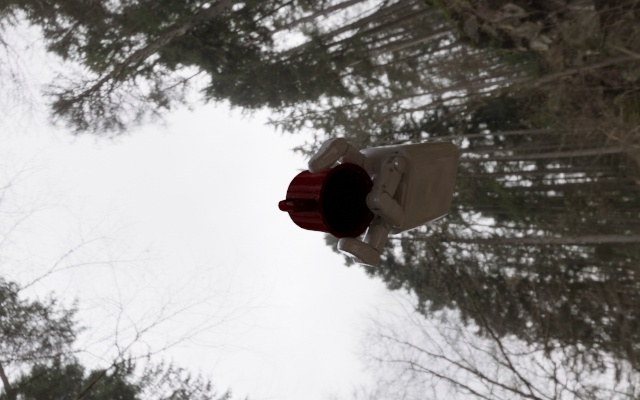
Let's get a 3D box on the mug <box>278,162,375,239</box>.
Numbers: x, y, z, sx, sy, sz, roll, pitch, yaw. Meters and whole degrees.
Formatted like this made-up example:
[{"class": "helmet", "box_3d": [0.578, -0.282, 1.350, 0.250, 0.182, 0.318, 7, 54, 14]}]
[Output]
[{"class": "mug", "box_3d": [-0.001, 0.002, 0.594, 0.117, 0.093, 0.081, -11, 8, -38]}]
